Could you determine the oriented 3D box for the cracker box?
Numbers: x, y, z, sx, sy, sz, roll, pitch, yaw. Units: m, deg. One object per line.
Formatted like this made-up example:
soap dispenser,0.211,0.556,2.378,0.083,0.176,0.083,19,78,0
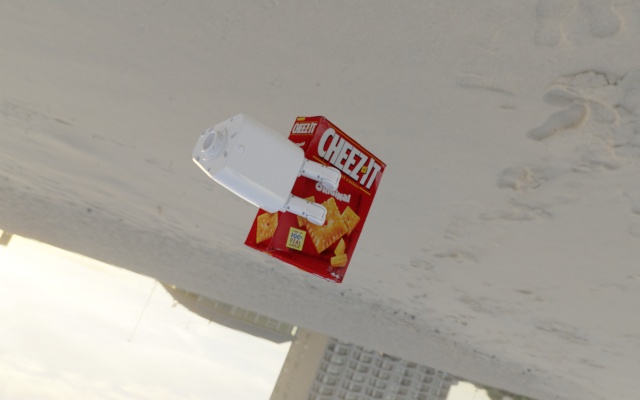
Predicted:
cracker box,0.000,0.003,0.738,0.164,0.213,0.072,31,-14,-39
